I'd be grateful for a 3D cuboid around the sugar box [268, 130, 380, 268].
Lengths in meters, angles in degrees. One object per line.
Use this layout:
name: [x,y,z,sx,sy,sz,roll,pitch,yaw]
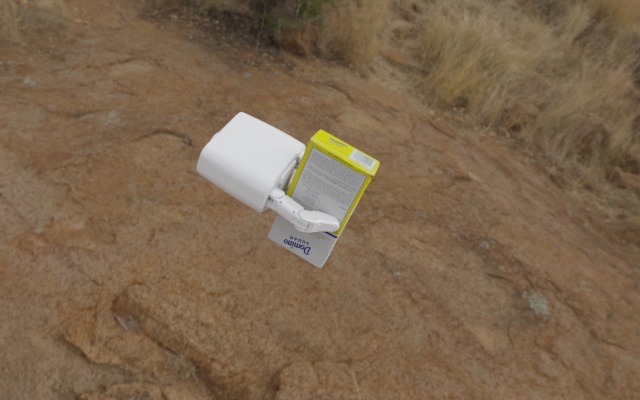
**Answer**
sugar box: [0.000,0.002,0.655,0.093,0.176,0.048,30,36,5]
